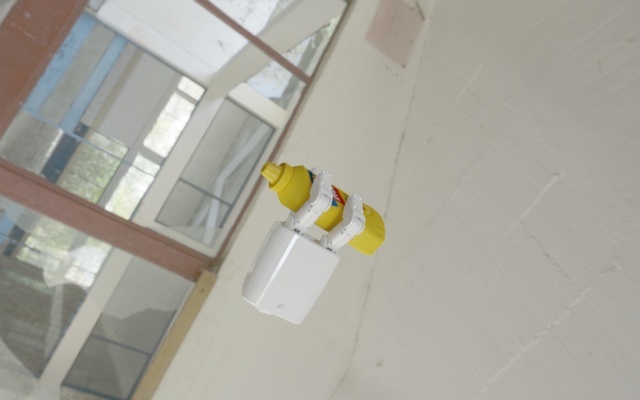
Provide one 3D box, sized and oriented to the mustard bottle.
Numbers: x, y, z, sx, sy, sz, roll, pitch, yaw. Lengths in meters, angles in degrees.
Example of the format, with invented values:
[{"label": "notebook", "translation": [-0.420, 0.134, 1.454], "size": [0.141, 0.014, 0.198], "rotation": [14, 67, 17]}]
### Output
[{"label": "mustard bottle", "translation": [0.001, 0.002, 0.664], "size": [0.192, 0.058, 0.096], "rotation": [31, 21, -25]}]
